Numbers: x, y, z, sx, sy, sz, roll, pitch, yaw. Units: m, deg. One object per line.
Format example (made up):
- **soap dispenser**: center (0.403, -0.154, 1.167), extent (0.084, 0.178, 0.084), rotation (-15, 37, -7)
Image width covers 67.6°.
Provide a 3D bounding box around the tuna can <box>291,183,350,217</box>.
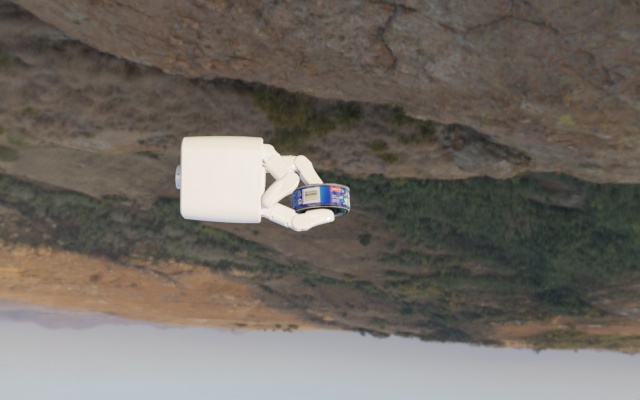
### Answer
- **tuna can**: center (0.000, 0.003, 0.694), extent (0.086, 0.033, 0.086), rotation (-3, -14, -1)
